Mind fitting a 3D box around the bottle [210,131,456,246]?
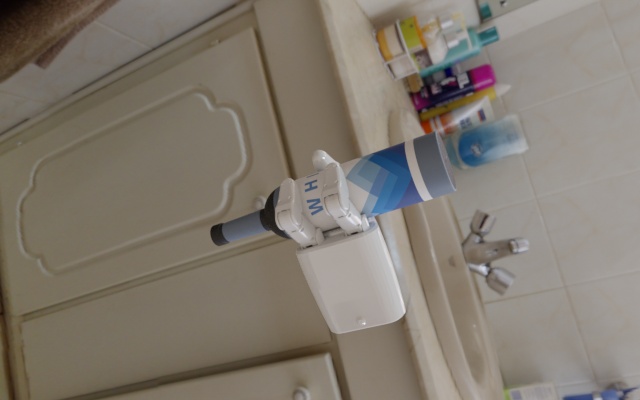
[{"bbox_3d":[0.000,0.002,0.547,0.296,0.069,0.069,-18,-7,21],"label":"bottle"}]
